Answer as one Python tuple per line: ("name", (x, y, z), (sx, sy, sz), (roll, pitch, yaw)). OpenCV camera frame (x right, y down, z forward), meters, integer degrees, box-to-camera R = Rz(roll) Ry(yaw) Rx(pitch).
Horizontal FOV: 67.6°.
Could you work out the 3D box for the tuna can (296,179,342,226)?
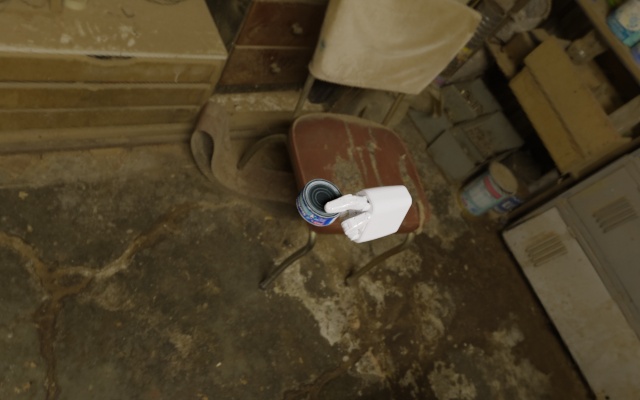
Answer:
("tuna can", (0.000, 0.003, 0.898), (0.086, 0.086, 0.034), (0, -28, -26))
